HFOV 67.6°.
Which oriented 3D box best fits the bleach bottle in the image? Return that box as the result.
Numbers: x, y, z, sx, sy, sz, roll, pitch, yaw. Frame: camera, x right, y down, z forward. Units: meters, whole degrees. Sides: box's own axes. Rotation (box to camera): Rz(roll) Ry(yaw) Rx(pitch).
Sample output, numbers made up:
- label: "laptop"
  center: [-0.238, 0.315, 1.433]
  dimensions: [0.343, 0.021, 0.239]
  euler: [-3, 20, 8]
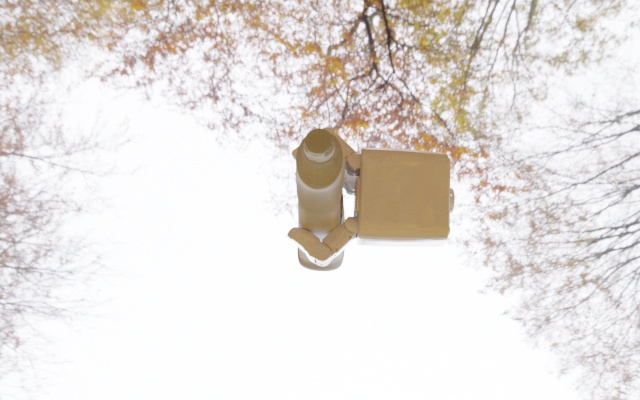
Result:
- label: "bleach bottle"
  center: [0.000, 0.002, 0.577]
  dimensions: [0.068, 0.102, 0.251]
  euler: [3, -25, 3]
